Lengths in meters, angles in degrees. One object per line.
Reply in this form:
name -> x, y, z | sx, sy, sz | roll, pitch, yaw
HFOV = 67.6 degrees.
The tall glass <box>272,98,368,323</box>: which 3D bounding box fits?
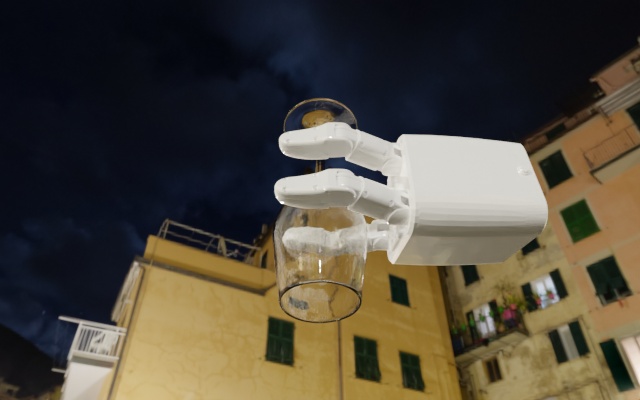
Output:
tall glass -> 0.000, 0.001, 0.417 | 0.079, 0.200, 0.079 | 0, -41, 0
